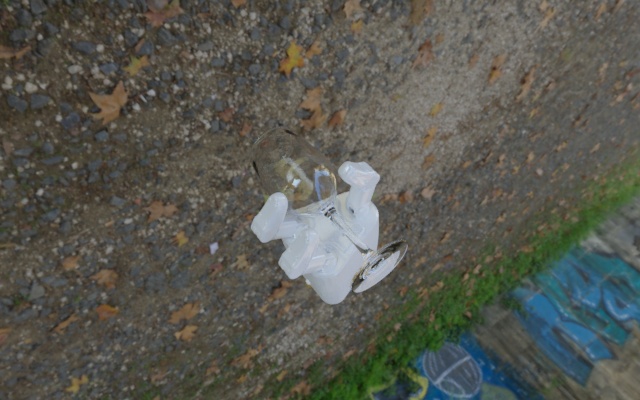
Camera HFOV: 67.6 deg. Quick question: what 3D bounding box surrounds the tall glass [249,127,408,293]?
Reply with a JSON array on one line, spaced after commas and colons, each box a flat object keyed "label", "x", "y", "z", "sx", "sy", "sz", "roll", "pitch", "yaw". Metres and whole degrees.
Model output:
[{"label": "tall glass", "x": 0.001, "y": 0.002, "z": 0.522, "sx": 0.079, "sy": 0.079, "sz": 0.201, "roll": 0, "pitch": 41, "yaw": -52}]
